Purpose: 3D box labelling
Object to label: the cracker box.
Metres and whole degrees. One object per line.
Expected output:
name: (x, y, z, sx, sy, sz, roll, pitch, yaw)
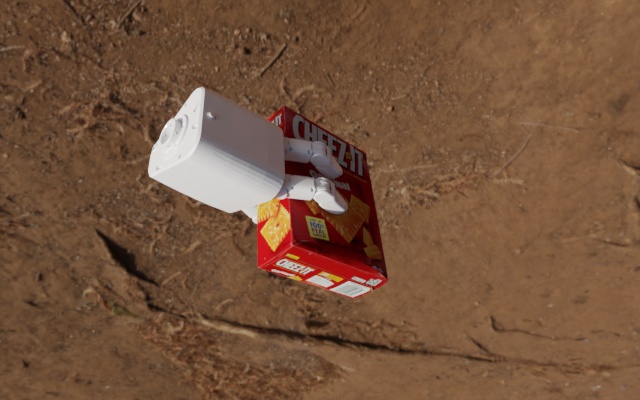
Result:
cracker box: (0.000, 0.002, 0.619, 0.164, 0.213, 0.072, 25, -45, -37)
